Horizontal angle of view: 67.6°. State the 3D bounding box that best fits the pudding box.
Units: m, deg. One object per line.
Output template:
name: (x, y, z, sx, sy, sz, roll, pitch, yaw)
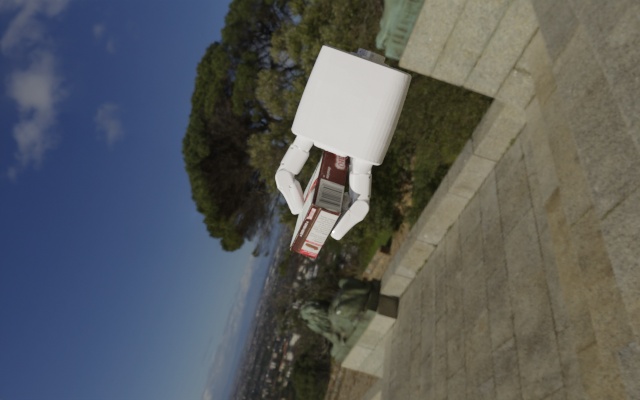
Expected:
pudding box: (0.000, 0.002, 0.598, 0.039, 0.090, 0.113, 20, 42, -6)
